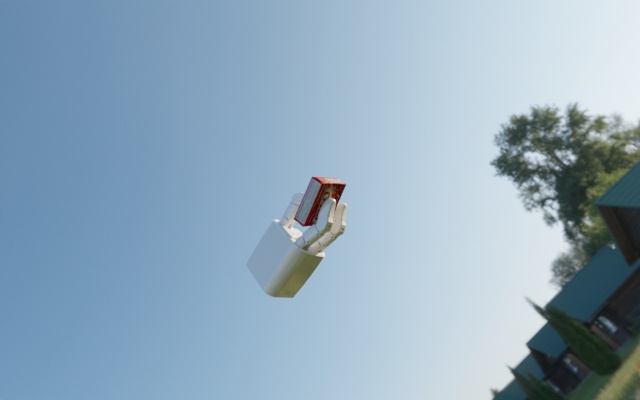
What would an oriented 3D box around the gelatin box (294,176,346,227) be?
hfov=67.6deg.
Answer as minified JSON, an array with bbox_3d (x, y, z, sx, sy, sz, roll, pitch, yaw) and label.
[{"bbox_3d":[0.000,0.002,0.852,0.030,0.089,0.073,35,20,33],"label":"gelatin box"}]
